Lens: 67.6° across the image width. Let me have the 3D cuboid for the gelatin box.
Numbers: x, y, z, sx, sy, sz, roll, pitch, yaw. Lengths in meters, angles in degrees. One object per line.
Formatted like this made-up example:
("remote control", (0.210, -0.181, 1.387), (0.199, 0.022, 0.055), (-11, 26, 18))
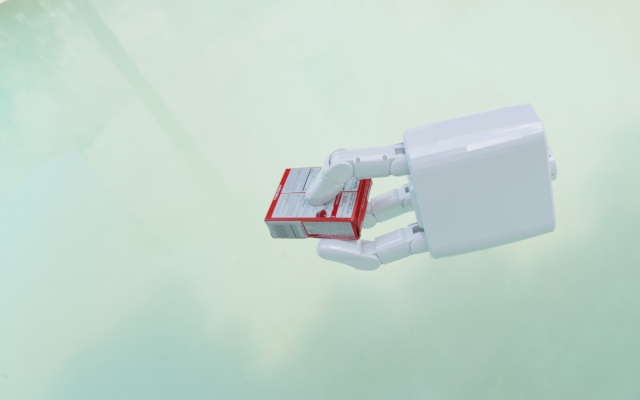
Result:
("gelatin box", (0.000, 0.001, 0.454), (0.089, 0.073, 0.030), (-1, -45, 19))
